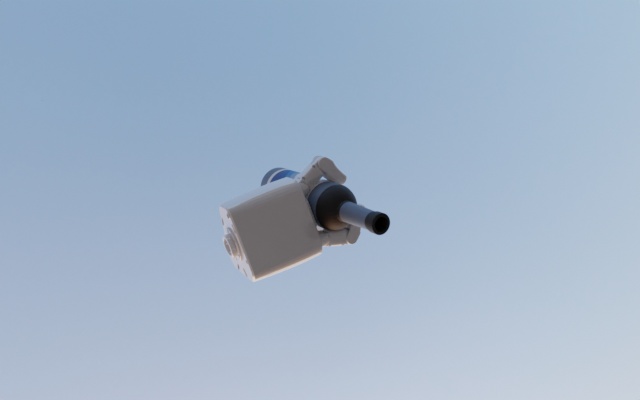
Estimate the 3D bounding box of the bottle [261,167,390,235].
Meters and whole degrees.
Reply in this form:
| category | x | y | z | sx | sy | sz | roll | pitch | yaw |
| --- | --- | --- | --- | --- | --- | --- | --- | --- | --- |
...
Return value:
| category | x | y | z | sx | sy | sz | roll | pitch | yaw |
| --- | --- | --- | --- | --- | --- | --- | --- | --- | --- |
| bottle | 0.000 | 0.002 | 0.695 | 0.069 | 0.069 | 0.295 | 0 | 10 | -30 |
